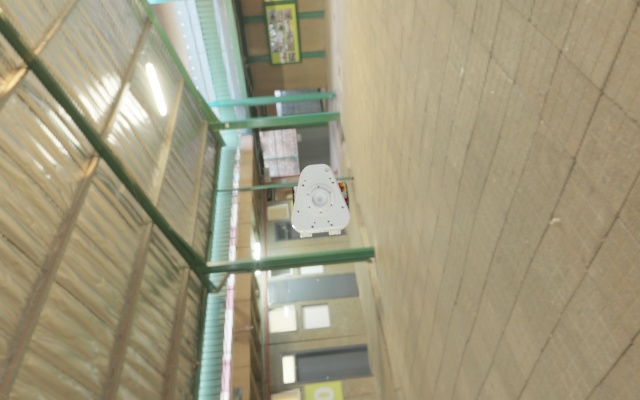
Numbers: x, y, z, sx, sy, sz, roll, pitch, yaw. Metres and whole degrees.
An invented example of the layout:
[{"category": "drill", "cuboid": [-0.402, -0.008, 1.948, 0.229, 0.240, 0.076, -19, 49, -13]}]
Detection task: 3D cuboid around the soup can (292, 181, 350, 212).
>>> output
[{"category": "soup can", "cuboid": [0.000, 0.003, 0.893, 0.102, 0.068, 0.068, -5, 0, -2]}]
